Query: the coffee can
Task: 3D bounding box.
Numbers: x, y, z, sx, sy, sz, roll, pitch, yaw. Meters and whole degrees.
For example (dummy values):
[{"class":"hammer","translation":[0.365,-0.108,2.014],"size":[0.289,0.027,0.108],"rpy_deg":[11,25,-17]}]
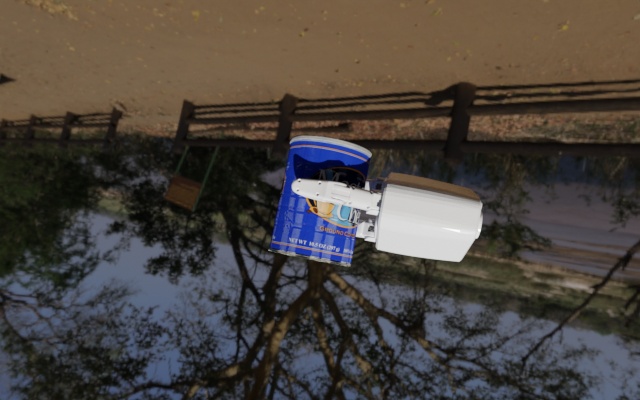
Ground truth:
[{"class":"coffee can","translation":[0.000,0.002,0.585],"size":[0.103,0.140,0.103],"rpy_deg":[11,-6,1]}]
